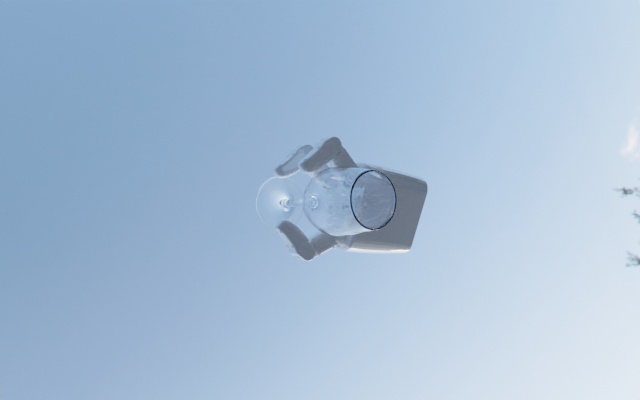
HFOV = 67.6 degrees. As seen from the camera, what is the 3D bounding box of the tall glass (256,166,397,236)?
[{"bbox_3d":[0.000,0.002,0.567,0.079,0.079,0.201,0,-1,-33],"label":"tall glass"}]
